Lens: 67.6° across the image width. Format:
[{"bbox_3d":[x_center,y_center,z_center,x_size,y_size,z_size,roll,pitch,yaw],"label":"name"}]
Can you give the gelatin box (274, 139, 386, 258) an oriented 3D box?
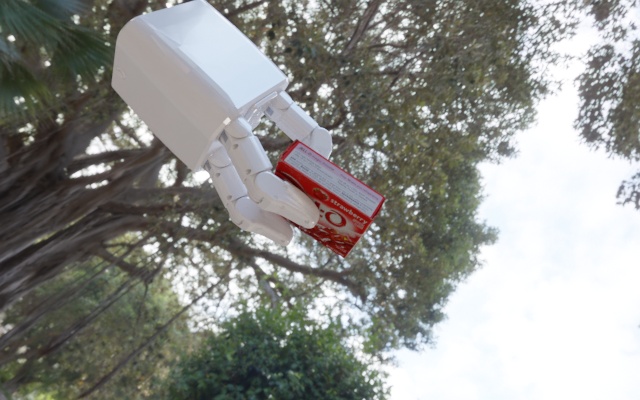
[{"bbox_3d":[0.001,0.001,0.400,0.089,0.030,0.073,33,-34,4],"label":"gelatin box"}]
